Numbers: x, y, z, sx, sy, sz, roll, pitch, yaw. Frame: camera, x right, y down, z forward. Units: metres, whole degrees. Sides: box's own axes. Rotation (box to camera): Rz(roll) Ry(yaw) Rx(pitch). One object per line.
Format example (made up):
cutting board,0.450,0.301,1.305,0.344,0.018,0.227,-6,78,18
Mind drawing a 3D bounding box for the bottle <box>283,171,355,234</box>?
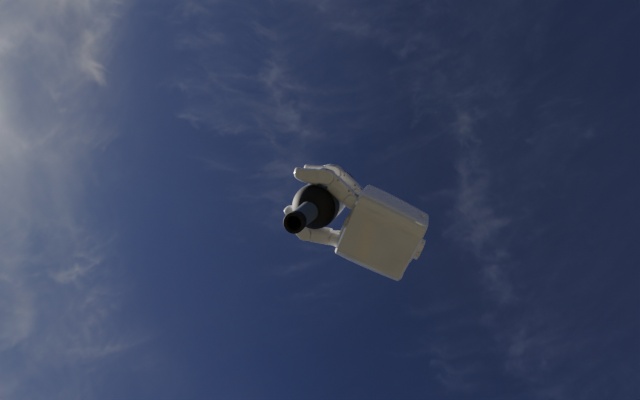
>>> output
bottle,0.000,0.002,0.734,0.069,0.069,0.295,0,10,14
